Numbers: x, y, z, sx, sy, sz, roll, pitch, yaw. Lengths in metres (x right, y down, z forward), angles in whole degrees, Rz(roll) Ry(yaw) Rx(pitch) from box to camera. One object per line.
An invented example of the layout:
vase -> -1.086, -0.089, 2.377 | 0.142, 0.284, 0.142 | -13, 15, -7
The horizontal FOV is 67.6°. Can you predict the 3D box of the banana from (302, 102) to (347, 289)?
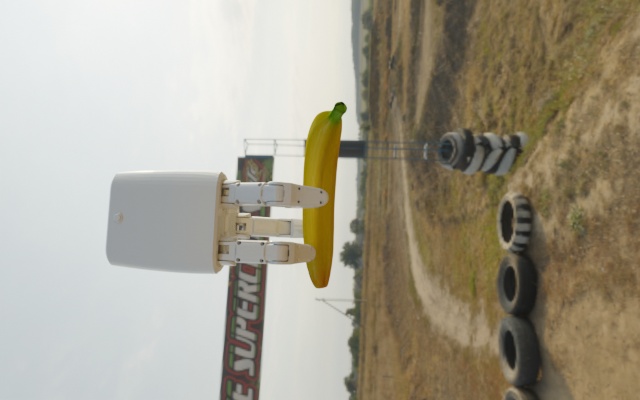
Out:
banana -> 0.000, -0.008, 0.500 | 0.037, 0.198, 0.069 | 3, 20, -3
